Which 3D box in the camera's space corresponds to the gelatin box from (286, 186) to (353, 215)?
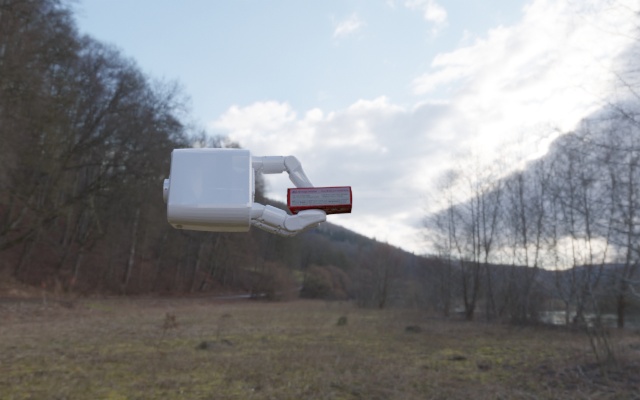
[{"bbox_3d":[0.000,0.002,0.671,0.089,0.030,0.073,-3,-11,2],"label":"gelatin box"}]
